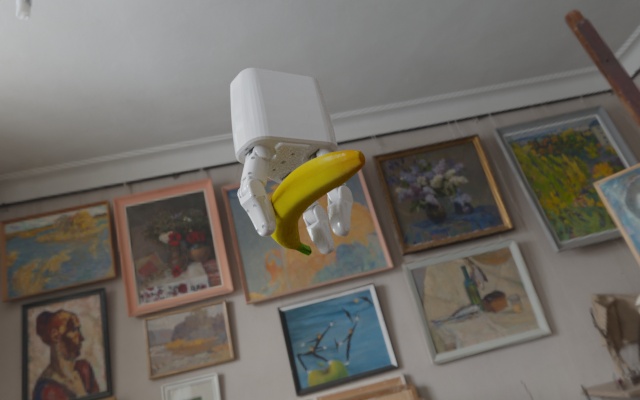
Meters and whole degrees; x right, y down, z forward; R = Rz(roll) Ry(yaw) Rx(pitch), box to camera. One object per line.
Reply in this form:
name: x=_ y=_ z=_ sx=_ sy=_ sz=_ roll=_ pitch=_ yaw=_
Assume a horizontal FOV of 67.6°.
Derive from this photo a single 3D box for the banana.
banana: x=-0.019 y=0.003 z=0.502 sx=0.069 sy=0.037 sz=0.198 roll=2 pitch=-31 yaw=-18
